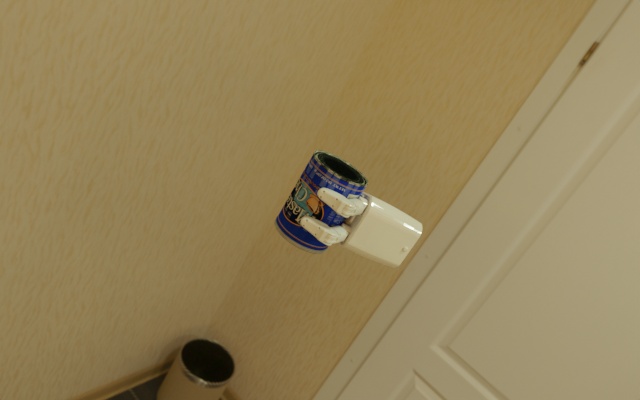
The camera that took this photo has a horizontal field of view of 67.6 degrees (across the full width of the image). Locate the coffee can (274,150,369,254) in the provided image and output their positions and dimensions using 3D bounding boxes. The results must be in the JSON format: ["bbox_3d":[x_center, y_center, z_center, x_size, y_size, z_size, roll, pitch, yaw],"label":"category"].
[{"bbox_3d":[0.000,0.003,0.794,0.103,0.140,0.102,27,20,-11],"label":"coffee can"}]
